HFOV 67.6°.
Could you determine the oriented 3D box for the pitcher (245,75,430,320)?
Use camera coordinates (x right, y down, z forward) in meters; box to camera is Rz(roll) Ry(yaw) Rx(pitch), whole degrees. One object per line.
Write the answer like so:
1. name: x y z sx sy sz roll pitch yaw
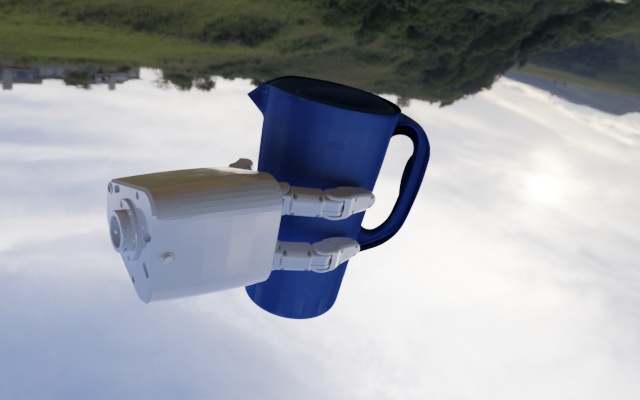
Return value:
1. pitcher: 0.000 0.002 0.503 0.145 0.243 0.149 -8 31 -41
